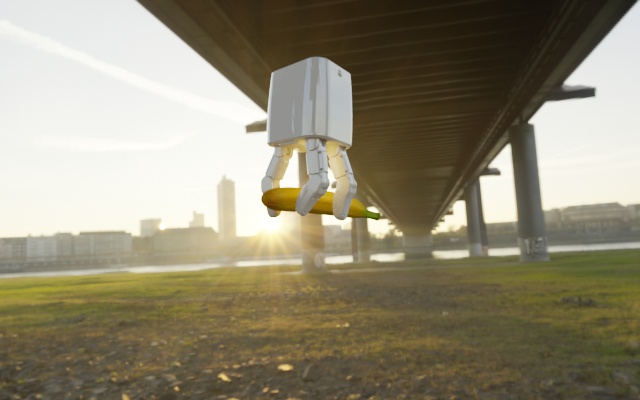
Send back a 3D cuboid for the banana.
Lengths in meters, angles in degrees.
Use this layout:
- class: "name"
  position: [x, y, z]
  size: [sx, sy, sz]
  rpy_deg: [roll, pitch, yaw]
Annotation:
- class: "banana"
  position: [-0.008, 0.002, 0.681]
  size: [0.198, 0.037, 0.069]
  rpy_deg: [7, -1, -34]
